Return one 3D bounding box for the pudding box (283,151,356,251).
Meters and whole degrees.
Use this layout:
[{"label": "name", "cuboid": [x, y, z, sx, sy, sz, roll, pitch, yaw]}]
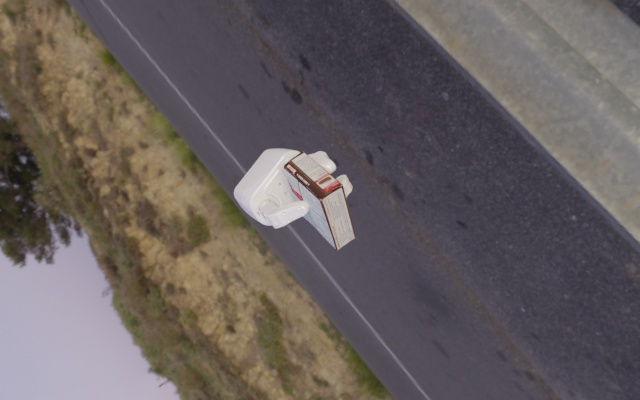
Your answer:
[{"label": "pudding box", "cuboid": [0.000, 0.002, 0.639, 0.039, 0.114, 0.090, -37, 51, -14]}]
